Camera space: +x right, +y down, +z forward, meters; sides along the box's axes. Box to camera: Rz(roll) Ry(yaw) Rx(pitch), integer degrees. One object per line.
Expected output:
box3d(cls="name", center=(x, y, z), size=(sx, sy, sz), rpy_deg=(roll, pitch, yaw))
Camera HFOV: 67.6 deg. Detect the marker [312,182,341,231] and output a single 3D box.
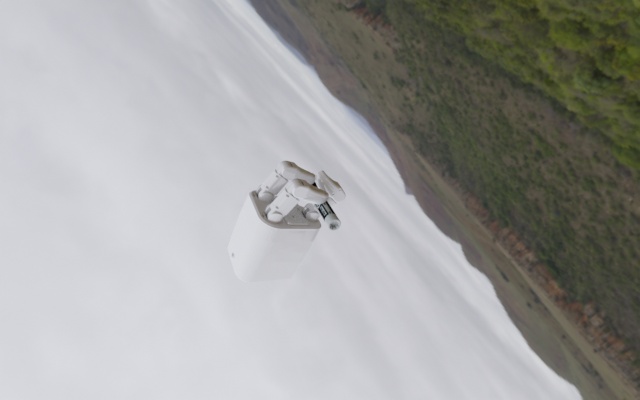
box3d(cls="marker", center=(0.000, 0.002, 0.691), size=(0.020, 0.020, 0.121), rpy_deg=(0, 31, -22))
